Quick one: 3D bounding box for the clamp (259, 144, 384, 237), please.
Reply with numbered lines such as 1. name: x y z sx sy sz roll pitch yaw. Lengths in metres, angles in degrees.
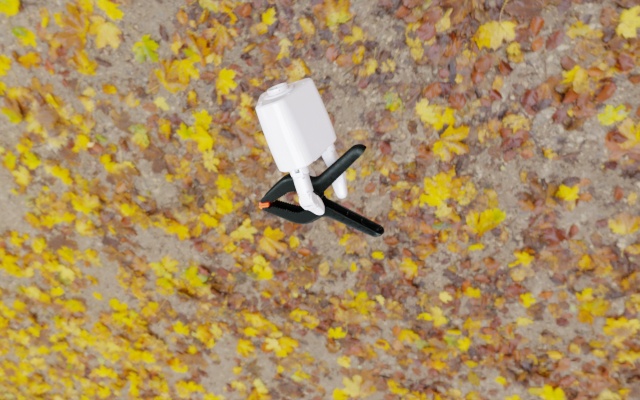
1. clamp: -0.001 0.003 0.792 0.210 0.165 0.036 -12 25 23
